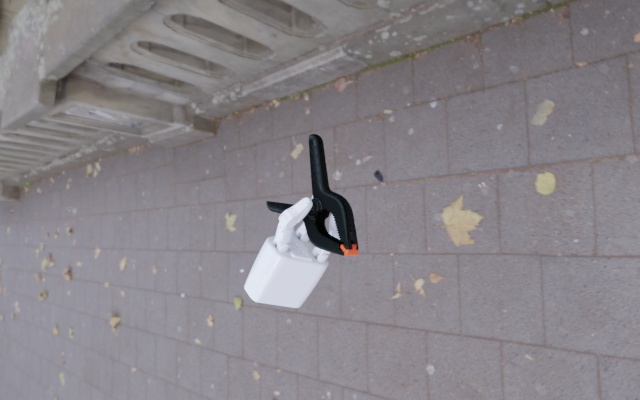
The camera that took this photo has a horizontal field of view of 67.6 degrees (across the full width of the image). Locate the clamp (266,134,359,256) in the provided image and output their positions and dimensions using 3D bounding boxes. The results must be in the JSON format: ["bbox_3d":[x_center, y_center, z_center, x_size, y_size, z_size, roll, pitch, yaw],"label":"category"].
[{"bbox_3d":[0.000,0.003,0.774,0.036,0.165,0.210,5,32,-46],"label":"clamp"}]
